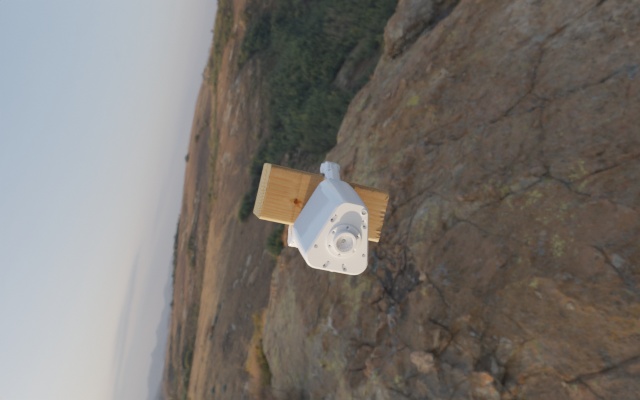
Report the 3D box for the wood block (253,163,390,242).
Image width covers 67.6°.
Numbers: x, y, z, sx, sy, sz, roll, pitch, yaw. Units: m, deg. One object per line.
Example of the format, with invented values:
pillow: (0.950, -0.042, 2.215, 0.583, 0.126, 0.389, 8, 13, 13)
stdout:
wood block: (0.000, 0.002, 0.818, 0.206, 0.091, 0.090, 13, 2, -15)
